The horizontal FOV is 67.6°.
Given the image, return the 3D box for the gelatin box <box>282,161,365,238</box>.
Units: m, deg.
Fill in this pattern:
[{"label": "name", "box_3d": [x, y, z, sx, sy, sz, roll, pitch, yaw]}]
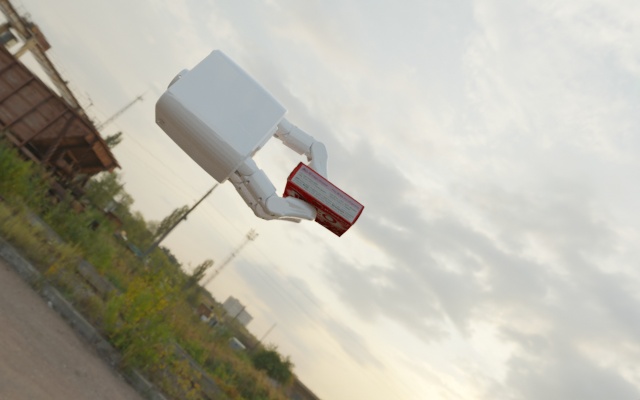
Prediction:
[{"label": "gelatin box", "box_3d": [0.001, 0.002, 0.548, 0.089, 0.030, 0.073, 34, -18, 1]}]
